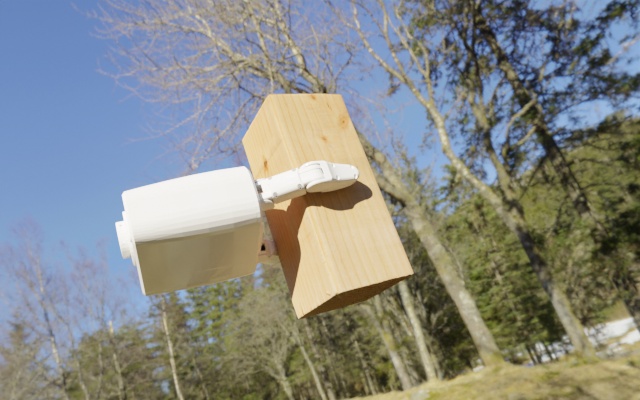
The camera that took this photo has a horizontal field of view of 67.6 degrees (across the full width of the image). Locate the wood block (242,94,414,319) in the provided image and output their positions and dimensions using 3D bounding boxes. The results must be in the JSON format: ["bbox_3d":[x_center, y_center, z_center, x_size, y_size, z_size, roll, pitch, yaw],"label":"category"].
[{"bbox_3d":[0.000,0.001,0.489,0.090,0.206,0.091,-8,-22,-32],"label":"wood block"}]
